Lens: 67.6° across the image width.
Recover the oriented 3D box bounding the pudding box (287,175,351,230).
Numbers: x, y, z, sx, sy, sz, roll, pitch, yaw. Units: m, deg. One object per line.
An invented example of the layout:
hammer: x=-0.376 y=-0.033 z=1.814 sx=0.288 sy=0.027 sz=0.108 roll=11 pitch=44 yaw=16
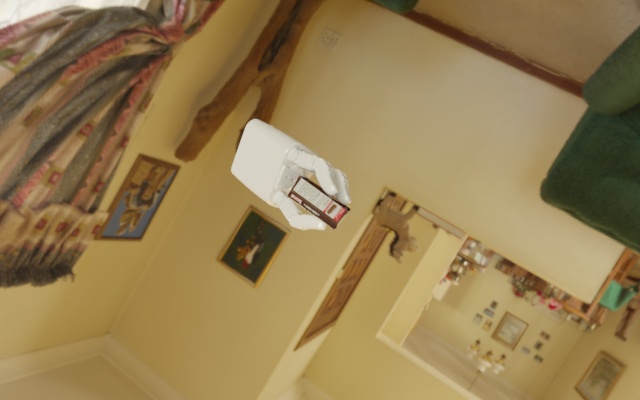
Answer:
pudding box: x=0.000 y=0.003 z=0.737 sx=0.090 sy=0.039 sz=0.113 roll=35 pitch=5 yaw=3
